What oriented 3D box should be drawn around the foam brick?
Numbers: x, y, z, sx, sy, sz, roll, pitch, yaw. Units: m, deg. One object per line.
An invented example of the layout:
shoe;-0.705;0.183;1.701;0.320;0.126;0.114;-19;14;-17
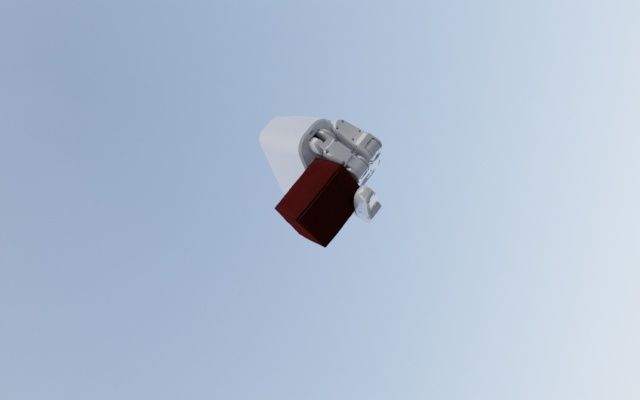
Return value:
foam brick;0.000;0.002;0.518;0.051;0.078;0.053;20;-23;52
